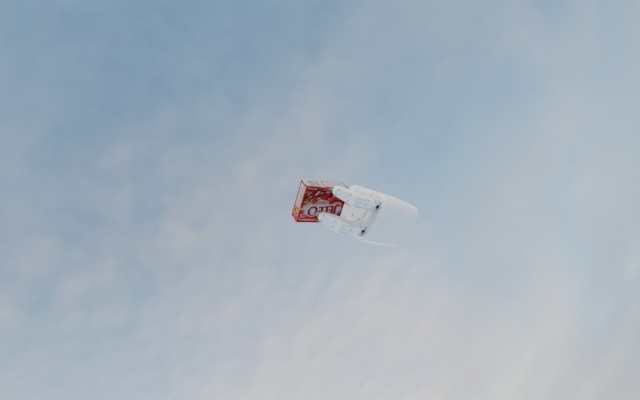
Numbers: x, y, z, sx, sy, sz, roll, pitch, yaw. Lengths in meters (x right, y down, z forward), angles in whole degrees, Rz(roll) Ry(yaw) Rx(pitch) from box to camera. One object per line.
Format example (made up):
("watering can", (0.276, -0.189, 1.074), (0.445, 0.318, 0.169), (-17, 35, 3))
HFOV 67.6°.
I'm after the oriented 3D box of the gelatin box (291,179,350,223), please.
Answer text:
("gelatin box", (0.000, 0.003, 0.851), (0.089, 0.073, 0.030), (3, 28, -29))
